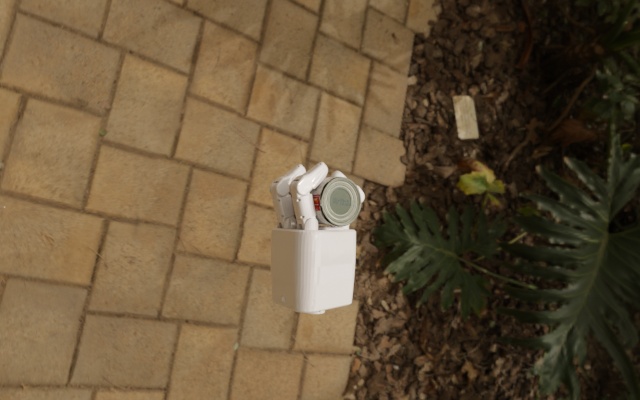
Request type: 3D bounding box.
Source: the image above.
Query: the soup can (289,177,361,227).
[{"bbox_3d":[0.000,0.002,0.665,0.068,0.068,0.102,0,-1,-33],"label":"soup can"}]
